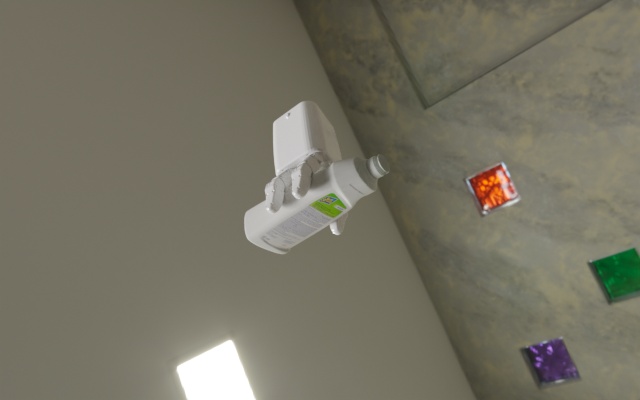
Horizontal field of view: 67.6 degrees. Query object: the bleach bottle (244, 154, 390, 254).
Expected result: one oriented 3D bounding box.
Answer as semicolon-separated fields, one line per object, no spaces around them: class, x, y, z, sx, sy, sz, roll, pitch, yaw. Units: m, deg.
bleach bottle;0.000;0.002;0.736;0.251;0.068;0.102;-29;-36;31
